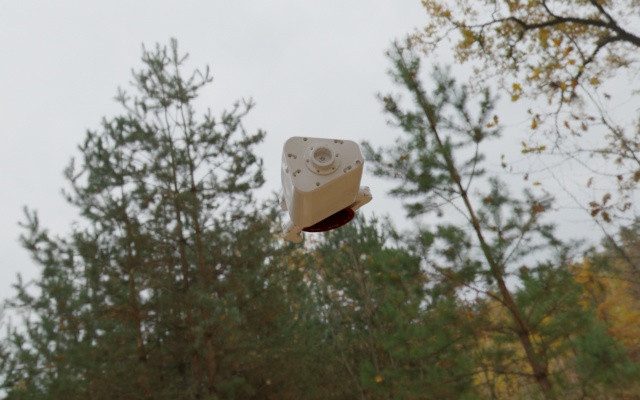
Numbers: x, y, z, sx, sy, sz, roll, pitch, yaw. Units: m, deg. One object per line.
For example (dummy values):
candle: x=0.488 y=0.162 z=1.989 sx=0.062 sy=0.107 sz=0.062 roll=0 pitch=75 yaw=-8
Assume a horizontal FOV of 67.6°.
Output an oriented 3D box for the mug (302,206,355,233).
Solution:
mug: x=0.000 y=0.003 z=0.794 sx=0.093 sy=0.081 sz=0.117 roll=-10 pitch=-24 yaw=-10
